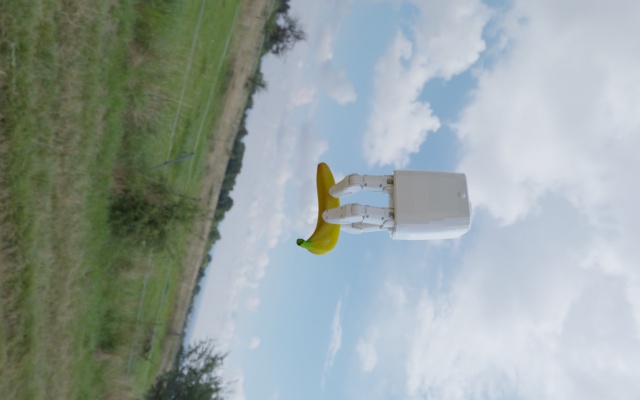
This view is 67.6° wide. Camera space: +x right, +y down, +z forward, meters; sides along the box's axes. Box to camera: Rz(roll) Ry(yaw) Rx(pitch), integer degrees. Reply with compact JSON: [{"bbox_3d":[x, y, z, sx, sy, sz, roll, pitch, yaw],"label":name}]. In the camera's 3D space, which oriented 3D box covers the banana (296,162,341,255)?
[{"bbox_3d":[0.007,0.019,0.725,0.037,0.070,0.197,-14,34,19],"label":"banana"}]
